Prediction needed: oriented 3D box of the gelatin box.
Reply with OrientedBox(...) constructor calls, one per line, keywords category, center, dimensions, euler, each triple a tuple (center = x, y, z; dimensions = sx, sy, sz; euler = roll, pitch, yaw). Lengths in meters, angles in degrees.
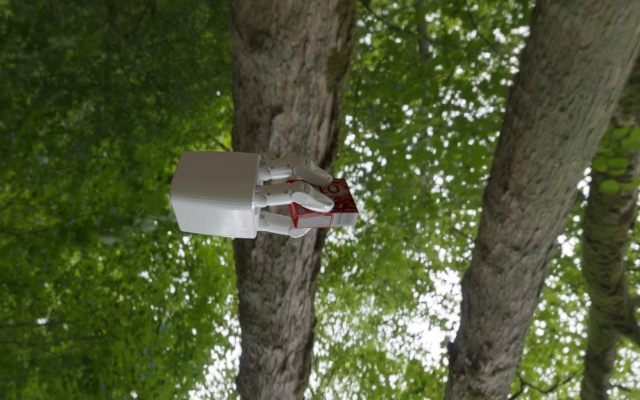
OrientedBox(category="gelatin box", center=(0.000, 0.002, 0.657), dimensions=(0.089, 0.030, 0.073), euler=(-2, 42, -17))
